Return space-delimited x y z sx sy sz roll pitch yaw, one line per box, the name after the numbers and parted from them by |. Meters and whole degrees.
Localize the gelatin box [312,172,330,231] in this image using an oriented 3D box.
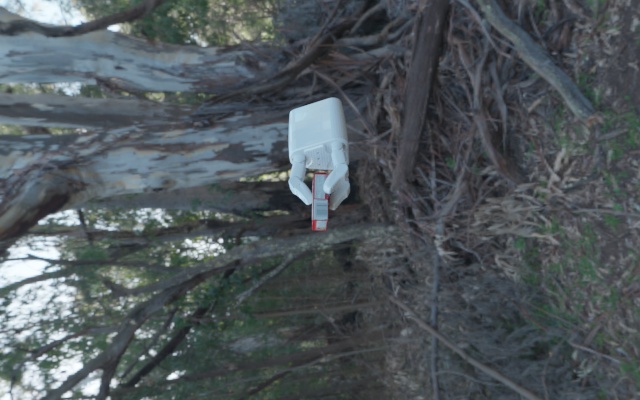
0.000 0.003 0.859 0.030 0.089 0.073 1 -18 -2 | gelatin box
